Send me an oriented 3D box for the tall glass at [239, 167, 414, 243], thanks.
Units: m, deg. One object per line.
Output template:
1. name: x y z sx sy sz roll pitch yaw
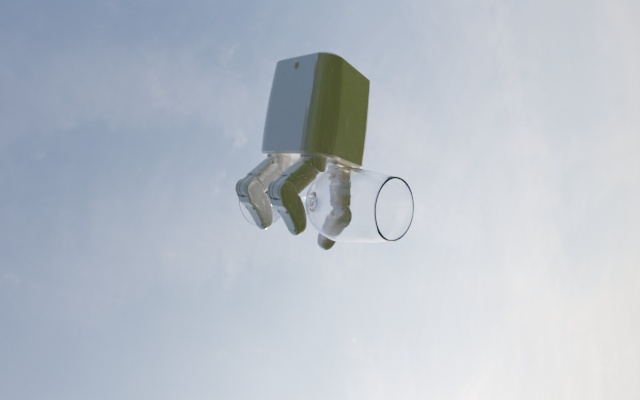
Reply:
1. tall glass: 0.000 0.002 0.517 0.079 0.079 0.201 0 4 -45
